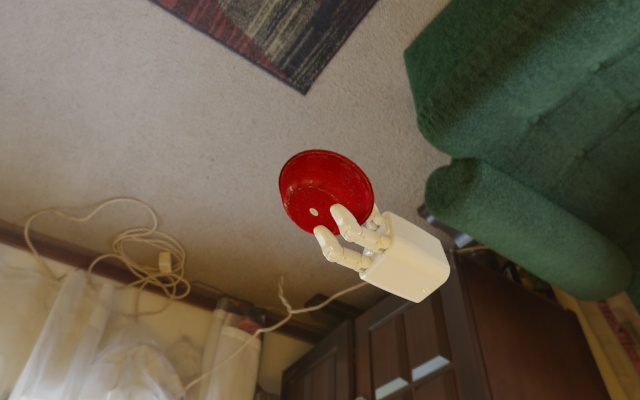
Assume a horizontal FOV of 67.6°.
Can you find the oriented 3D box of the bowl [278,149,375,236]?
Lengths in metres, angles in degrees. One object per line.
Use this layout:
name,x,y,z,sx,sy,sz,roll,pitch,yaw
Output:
bowl,-0.001,0.002,0.749,0.162,0.162,0.055,0,34,22
